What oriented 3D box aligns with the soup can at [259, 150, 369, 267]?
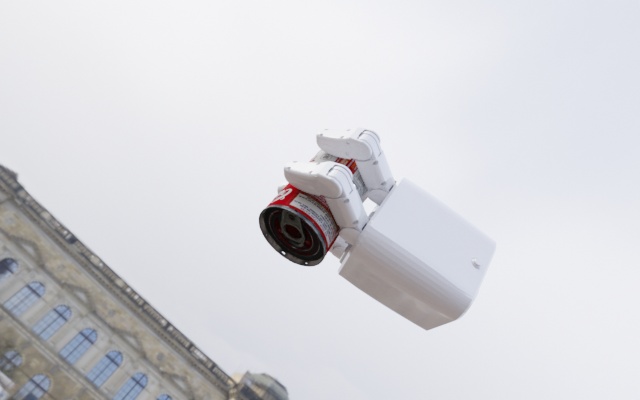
[{"bbox_3d":[0.000,0.001,0.441,0.068,0.068,0.102,0,37,40],"label":"soup can"}]
